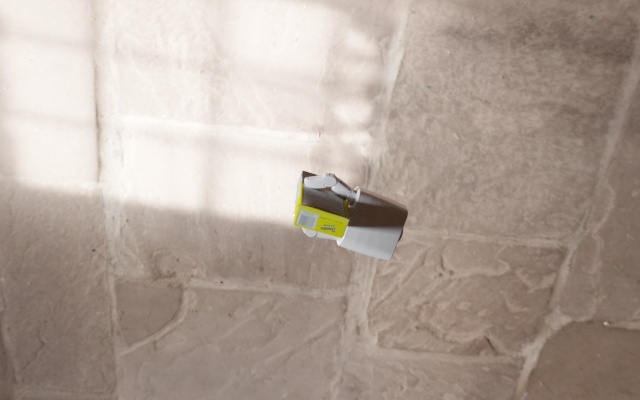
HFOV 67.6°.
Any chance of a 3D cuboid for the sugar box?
[{"bbox_3d":[0.000,0.004,0.896,0.093,0.048,0.176,17,20,-7],"label":"sugar box"}]
